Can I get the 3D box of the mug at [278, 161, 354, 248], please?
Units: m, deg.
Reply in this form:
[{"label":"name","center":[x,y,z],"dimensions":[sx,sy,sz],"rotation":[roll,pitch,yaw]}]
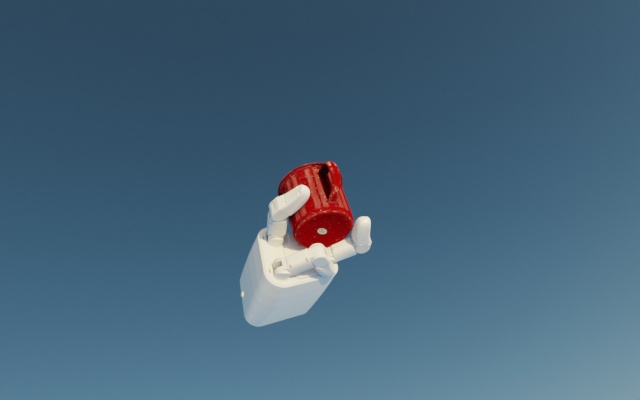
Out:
[{"label":"mug","center":[0.001,0.001,0.632],"dimensions":[0.093,0.081,0.117],"rotation":[5,-45,-25]}]
